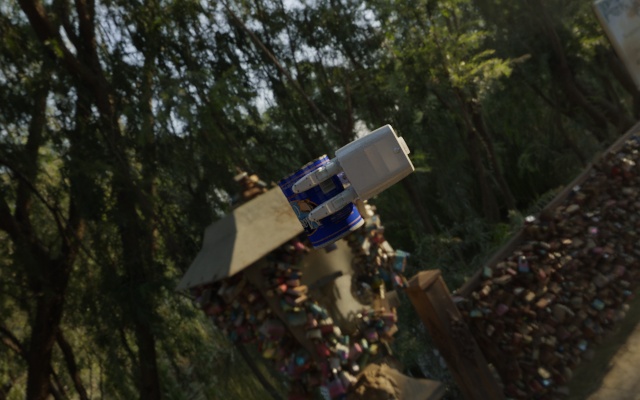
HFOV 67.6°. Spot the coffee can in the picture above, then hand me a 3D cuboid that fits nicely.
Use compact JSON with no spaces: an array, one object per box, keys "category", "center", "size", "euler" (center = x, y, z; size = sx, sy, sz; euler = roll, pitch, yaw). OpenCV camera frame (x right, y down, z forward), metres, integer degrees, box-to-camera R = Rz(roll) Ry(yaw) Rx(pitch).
[{"category":"coffee can","center":[0.000,0.003,0.860],"size":[0.103,0.140,0.103],"euler":[-29,3,2]}]
